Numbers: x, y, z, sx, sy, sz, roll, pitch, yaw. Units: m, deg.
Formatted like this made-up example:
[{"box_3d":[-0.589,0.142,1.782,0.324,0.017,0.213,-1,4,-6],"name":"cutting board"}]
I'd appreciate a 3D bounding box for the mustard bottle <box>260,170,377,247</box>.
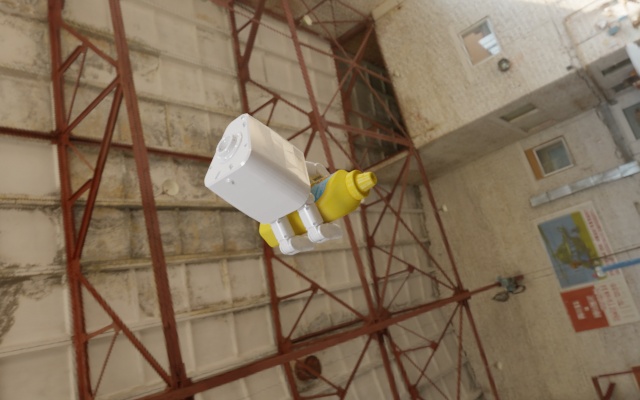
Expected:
[{"box_3d":[0.000,0.003,0.698,0.192,0.058,0.096,-26,19,35],"name":"mustard bottle"}]
